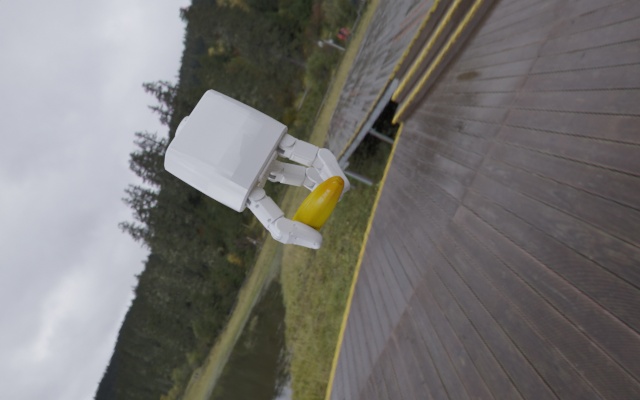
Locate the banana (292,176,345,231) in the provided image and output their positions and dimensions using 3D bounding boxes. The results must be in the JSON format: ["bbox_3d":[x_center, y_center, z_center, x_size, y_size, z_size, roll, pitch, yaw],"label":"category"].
[{"bbox_3d":[-0.010,0.018,0.601,0.037,0.069,0.198,33,-13,1],"label":"banana"}]
